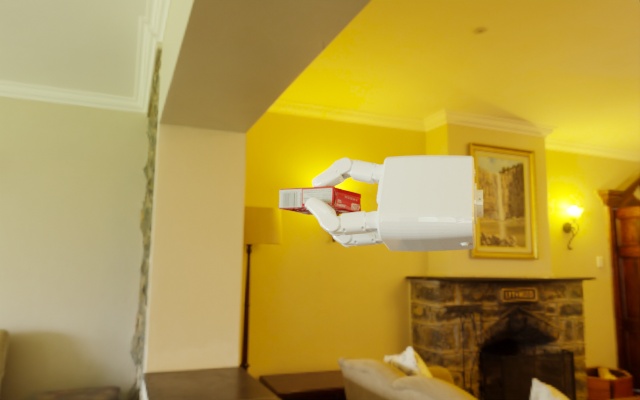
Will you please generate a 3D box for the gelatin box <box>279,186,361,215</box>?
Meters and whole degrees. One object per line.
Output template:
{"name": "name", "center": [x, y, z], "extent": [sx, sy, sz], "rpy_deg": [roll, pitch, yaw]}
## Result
{"name": "gelatin box", "center": [0.000, 0.002, 0.643], "extent": [0.089, 0.030, 0.073], "rpy_deg": [-2, -9, 32]}
